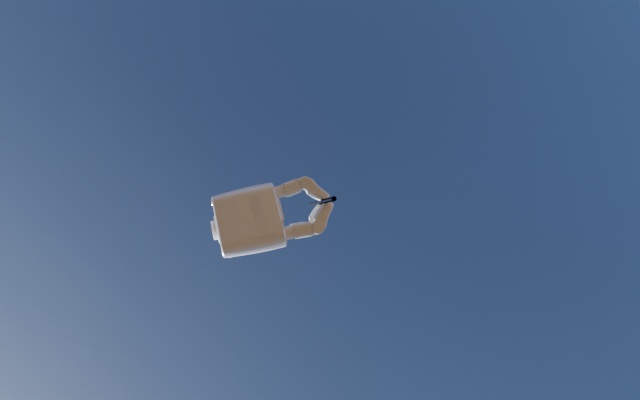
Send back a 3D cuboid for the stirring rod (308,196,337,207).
[{"bbox_3d":[0.000,0.003,0.843,0.011,0.011,0.239,0,-3,-10],"label":"stirring rod"}]
